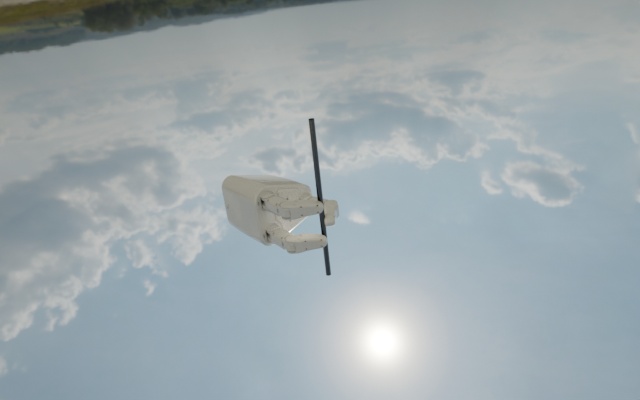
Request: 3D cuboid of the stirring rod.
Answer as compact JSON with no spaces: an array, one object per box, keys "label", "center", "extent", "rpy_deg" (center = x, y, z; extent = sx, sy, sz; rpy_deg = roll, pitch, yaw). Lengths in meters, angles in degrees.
[{"label":"stirring rod","center":[0.000,0.002,0.678],"extent":[0.011,0.240,0.011],"rpy_deg":[-5,23,2]}]
